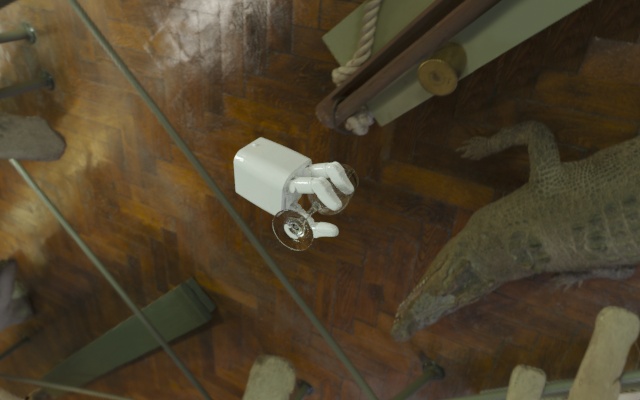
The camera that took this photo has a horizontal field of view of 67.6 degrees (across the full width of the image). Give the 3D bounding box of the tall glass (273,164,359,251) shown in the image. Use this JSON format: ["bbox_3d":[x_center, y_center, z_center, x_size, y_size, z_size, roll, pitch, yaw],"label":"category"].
[{"bbox_3d":[0.000,0.003,0.828,0.079,0.079,0.201,0,26,30],"label":"tall glass"}]
